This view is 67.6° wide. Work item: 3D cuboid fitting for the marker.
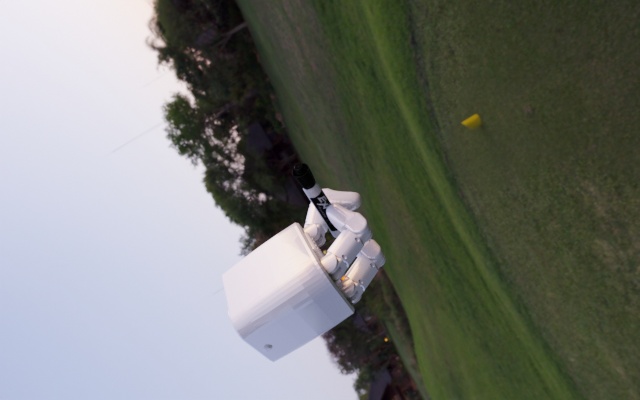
[{"bbox_3d":[0.000,0.002,0.521,0.020,0.020,0.121,0,-36,28],"label":"marker"}]
